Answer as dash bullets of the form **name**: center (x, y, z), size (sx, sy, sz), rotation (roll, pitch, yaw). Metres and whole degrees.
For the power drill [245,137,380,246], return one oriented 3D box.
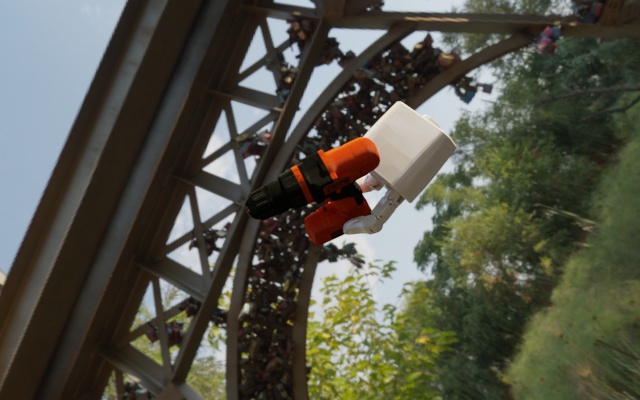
- **power drill**: center (0.000, 0.002, 0.672), size (0.184, 0.057, 0.188), rotation (-25, -24, -2)
